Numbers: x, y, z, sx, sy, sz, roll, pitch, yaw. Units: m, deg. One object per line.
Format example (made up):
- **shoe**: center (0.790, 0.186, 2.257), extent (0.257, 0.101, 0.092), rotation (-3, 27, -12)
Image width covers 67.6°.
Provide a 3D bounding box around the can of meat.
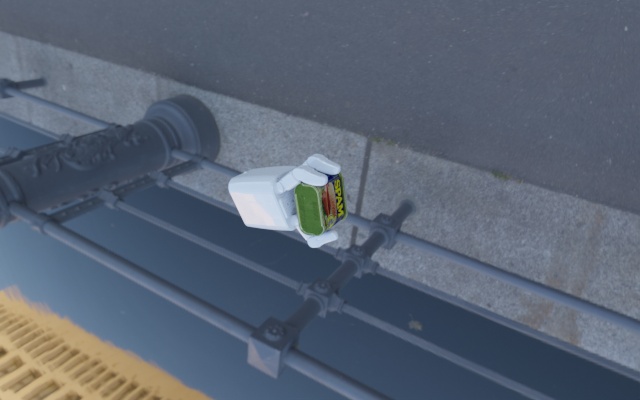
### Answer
- **can of meat**: center (0.000, 0.003, 0.842), extent (0.057, 0.102, 0.084), rotation (4, 22, 31)
